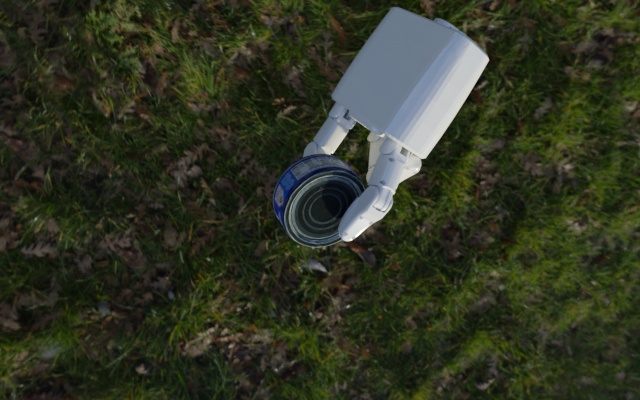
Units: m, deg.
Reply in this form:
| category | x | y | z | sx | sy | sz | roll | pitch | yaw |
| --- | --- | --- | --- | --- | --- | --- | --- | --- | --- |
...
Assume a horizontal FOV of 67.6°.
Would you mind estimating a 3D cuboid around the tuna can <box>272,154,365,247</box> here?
| category | x | y | z | sx | sy | sz | roll | pitch | yaw |
| --- | --- | --- | --- | --- | --- | --- | --- | --- | --- |
| tuna can | 0.000 | 0.002 | 0.451 | 0.086 | 0.086 | 0.033 | 0 | 29 | -24 |
